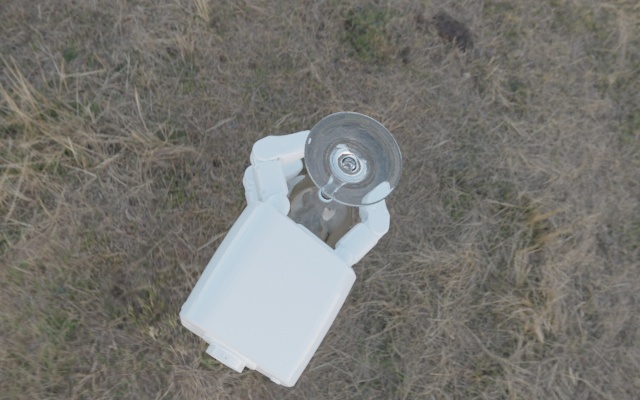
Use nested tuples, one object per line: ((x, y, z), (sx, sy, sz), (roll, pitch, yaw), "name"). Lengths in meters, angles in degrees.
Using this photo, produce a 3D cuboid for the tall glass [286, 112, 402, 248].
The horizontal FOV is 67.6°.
((0.000, 0.001, 0.435), (0.079, 0.079, 0.201), (0, -19, -15), "tall glass")
